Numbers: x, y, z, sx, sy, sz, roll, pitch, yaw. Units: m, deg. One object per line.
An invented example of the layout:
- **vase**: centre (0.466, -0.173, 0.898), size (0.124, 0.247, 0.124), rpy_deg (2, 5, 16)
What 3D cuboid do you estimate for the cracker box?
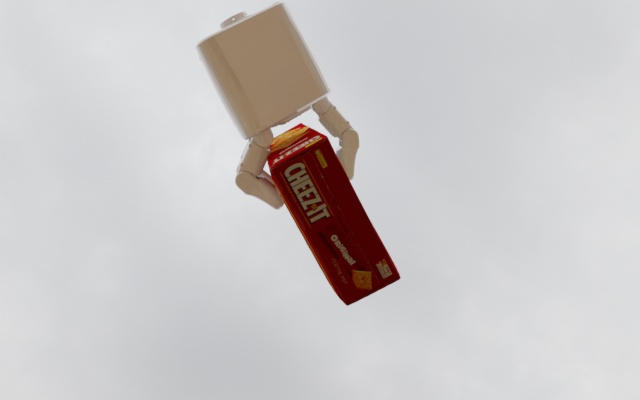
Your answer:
- **cracker box**: centre (0.000, 0.002, 0.555), size (0.072, 0.164, 0.213), rpy_deg (-29, 15, 0)
